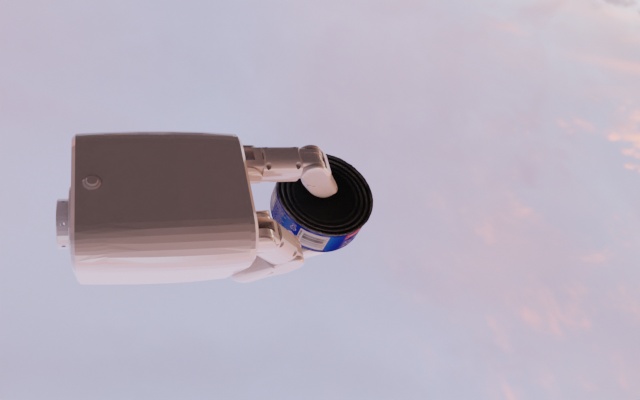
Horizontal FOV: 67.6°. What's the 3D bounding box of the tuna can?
[{"bbox_3d":[0.000,0.002,0.417,0.086,0.086,0.034,0,-34,-21],"label":"tuna can"}]
